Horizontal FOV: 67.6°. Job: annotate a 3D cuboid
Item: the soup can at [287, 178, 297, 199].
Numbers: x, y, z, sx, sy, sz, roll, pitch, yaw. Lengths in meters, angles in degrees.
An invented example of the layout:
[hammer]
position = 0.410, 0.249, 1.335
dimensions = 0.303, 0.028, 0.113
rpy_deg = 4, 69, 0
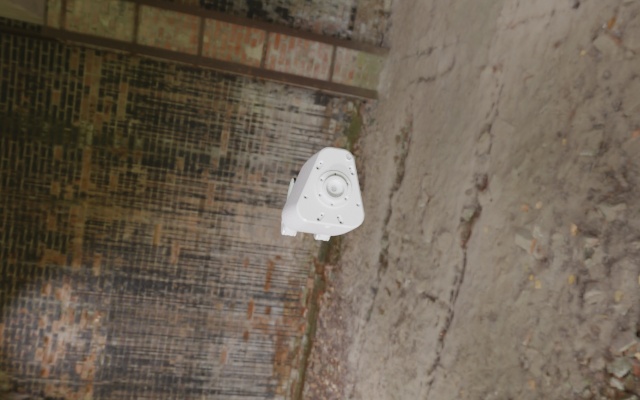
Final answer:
[soup can]
position = 0.000, 0.002, 0.779
dimensions = 0.102, 0.068, 0.068
rpy_deg = 8, -2, -12
